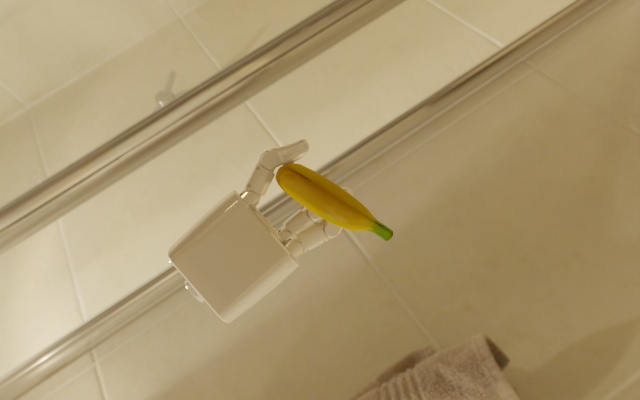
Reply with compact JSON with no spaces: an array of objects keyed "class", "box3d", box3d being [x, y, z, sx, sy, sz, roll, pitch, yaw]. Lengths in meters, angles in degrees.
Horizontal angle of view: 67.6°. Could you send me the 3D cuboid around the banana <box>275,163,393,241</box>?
[{"class":"banana","box3d":[-0.008,-0.007,0.520,0.197,0.037,0.070,34,-10,49]}]
